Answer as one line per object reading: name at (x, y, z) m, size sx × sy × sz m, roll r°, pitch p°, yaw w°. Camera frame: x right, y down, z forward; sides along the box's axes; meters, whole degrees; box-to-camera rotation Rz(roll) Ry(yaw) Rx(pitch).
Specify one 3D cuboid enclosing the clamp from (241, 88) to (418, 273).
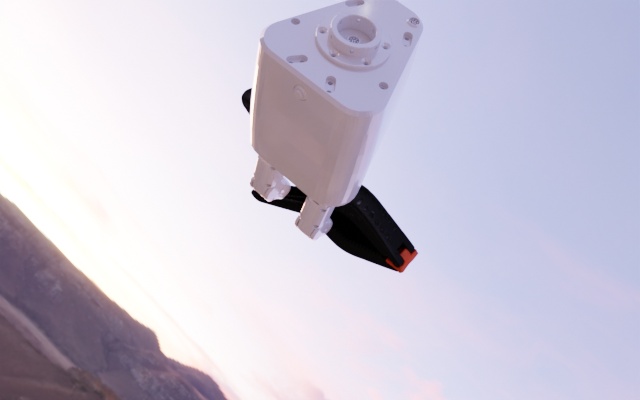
clamp at (0.001, 0.001, 0.474) m, size 0.036 × 0.210 × 0.165 m, roll -44°, pitch -14°, yaw -26°
